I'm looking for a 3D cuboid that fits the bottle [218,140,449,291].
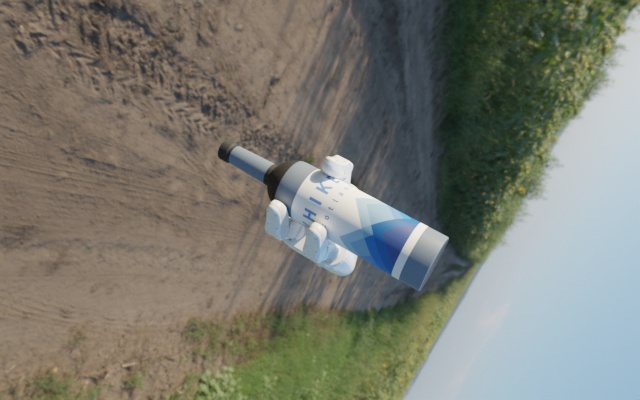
[{"bbox_3d":[0.000,0.002,0.560,0.295,0.069,0.069,29,10,19],"label":"bottle"}]
